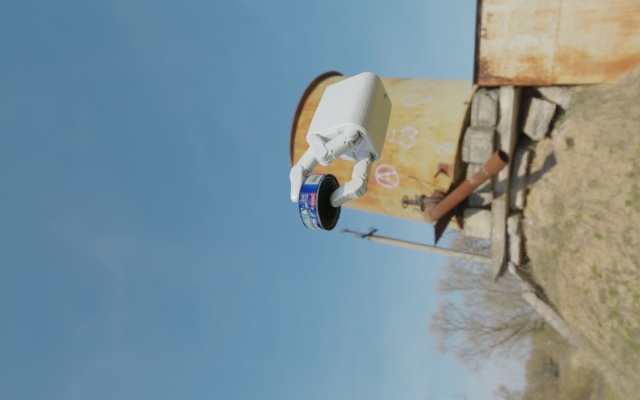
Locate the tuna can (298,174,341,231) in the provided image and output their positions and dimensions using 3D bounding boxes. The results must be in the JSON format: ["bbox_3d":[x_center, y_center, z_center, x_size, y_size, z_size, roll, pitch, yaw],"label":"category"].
[{"bbox_3d":[0.000,0.002,0.722,0.034,0.086,0.086,1,1,26],"label":"tuna can"}]
